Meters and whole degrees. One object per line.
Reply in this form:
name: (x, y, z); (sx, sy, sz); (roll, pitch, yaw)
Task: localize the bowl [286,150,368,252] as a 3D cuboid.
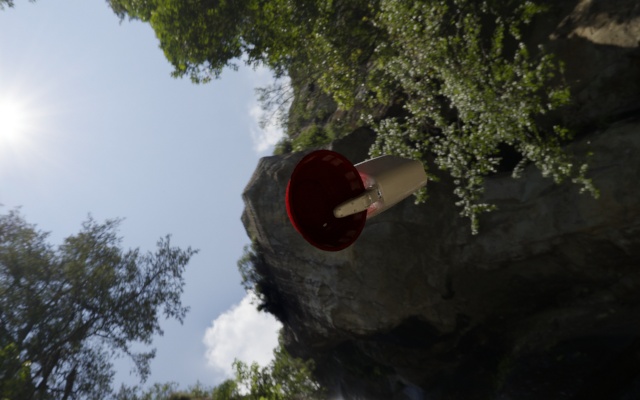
bowl: (-0.001, 0.003, 0.766); (0.162, 0.162, 0.055); (0, -7, -40)
